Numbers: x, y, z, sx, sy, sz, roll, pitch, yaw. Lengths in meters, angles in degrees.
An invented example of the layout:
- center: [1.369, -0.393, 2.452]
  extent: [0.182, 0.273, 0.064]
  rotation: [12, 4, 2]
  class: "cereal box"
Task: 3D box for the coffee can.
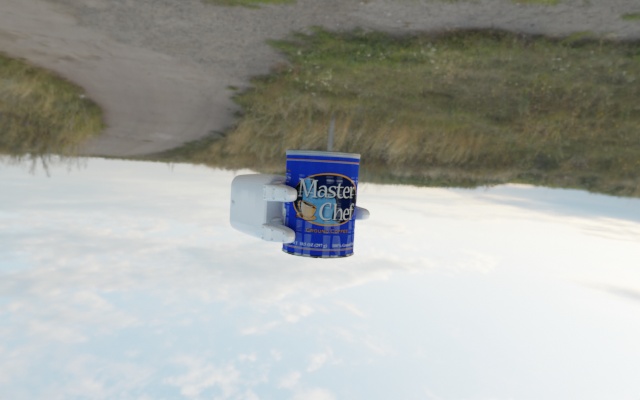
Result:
- center: [0.000, 0.002, 0.664]
  extent: [0.103, 0.140, 0.103]
  rotation: [3, 4, 0]
  class: "coffee can"
